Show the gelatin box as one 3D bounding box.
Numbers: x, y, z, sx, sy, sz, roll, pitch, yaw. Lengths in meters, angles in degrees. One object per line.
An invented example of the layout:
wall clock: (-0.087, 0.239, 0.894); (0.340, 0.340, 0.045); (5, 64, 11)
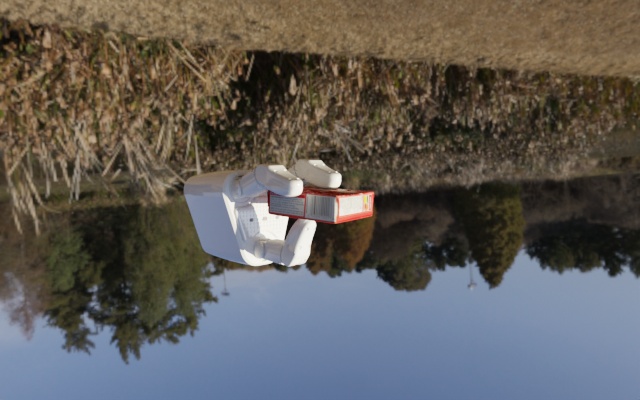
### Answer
gelatin box: (0.000, 0.002, 0.503); (0.089, 0.030, 0.073); (7, 7, 34)
